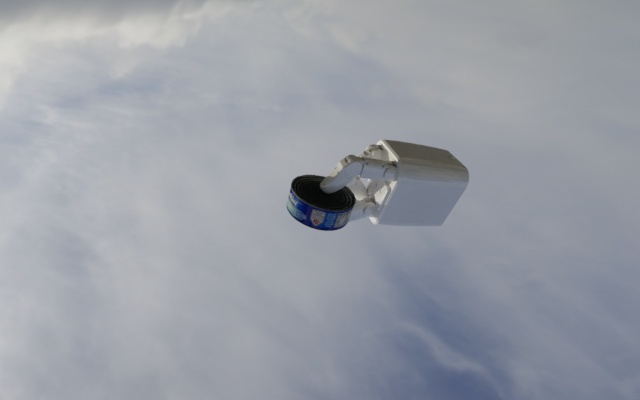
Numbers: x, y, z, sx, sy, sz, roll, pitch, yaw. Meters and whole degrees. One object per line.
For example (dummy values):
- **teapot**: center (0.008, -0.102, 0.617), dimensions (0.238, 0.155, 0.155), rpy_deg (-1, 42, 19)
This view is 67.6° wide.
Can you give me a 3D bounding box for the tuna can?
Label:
- **tuna can**: center (0.000, 0.002, 0.616), dimensions (0.086, 0.034, 0.086), rpy_deg (13, 29, -7)
